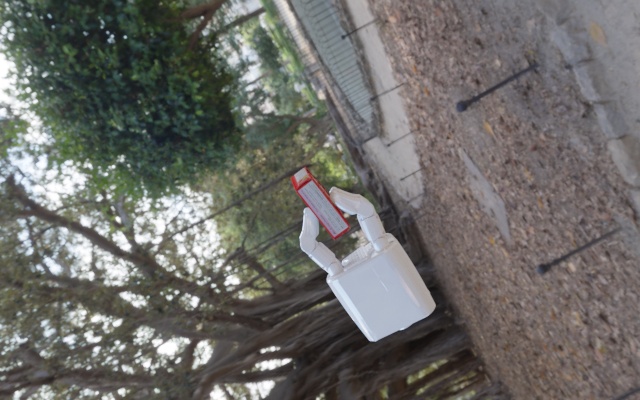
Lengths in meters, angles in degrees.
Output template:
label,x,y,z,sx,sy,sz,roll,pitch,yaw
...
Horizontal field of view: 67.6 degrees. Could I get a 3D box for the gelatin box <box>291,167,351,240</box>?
label,x,y,z,sx,sy,sz,roll,pitch,yaw
gelatin box,0.000,0.002,0.644,0.030,0.089,0.073,-38,17,4
